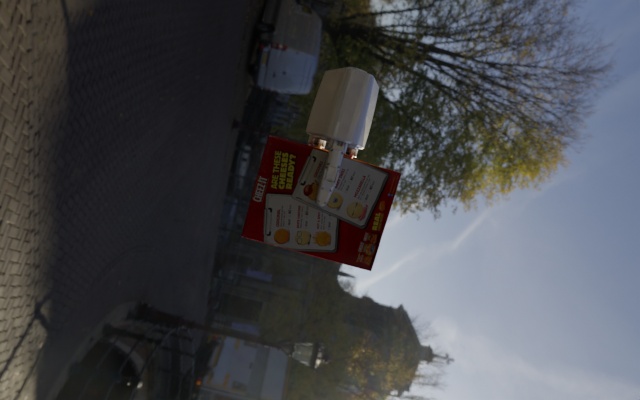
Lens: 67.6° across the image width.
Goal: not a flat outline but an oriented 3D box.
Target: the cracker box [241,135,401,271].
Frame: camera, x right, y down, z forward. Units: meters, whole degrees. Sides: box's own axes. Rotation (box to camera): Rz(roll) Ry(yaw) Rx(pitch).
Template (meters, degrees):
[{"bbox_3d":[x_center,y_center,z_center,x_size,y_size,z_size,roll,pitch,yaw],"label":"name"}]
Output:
[{"bbox_3d":[0.000,0.003,0.763,0.214,0.164,0.072,16,6,-6],"label":"cracker box"}]
